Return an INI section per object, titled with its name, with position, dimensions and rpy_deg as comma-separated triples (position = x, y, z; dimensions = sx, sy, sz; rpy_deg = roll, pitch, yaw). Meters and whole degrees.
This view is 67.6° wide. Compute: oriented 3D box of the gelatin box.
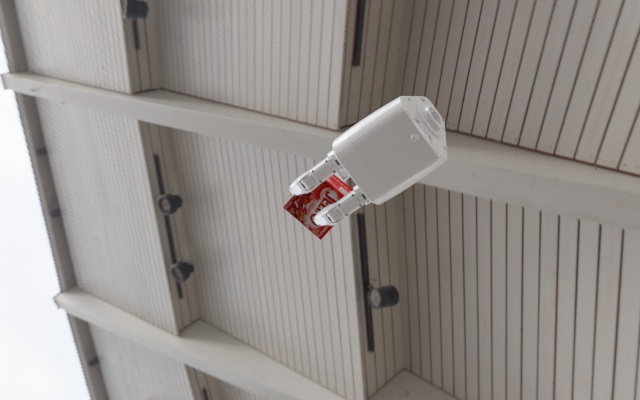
[gelatin box]
position = 0.000, 0.002, 0.673
dimensions = 0.089, 0.073, 0.030
rpy_deg = -49, 1, 37
